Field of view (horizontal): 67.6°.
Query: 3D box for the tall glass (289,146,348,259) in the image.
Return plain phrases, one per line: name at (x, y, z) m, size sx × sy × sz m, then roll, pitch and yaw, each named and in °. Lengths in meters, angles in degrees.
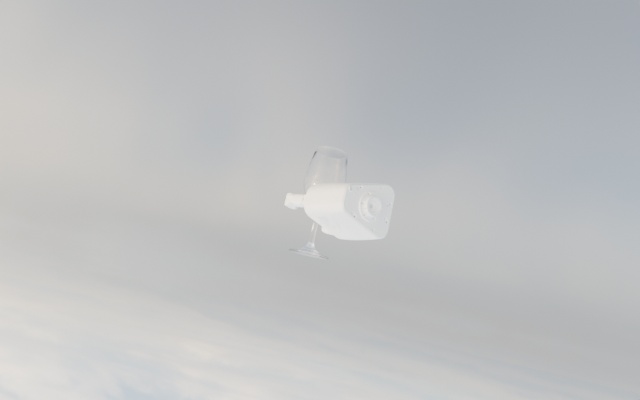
tall glass at (0.000, 0.004, 0.884) m, size 0.079 × 0.201 × 0.079 m, roll 12°, pitch -11°, yaw 2°
